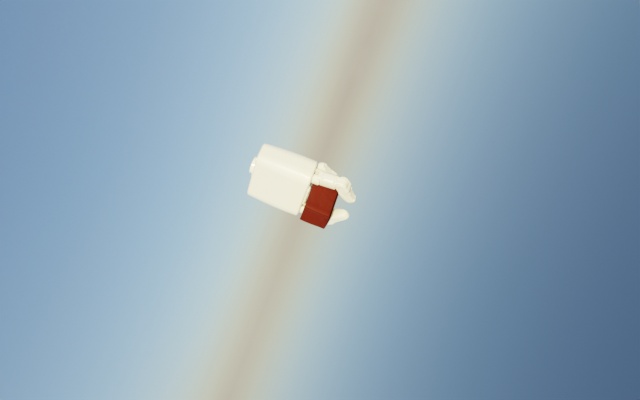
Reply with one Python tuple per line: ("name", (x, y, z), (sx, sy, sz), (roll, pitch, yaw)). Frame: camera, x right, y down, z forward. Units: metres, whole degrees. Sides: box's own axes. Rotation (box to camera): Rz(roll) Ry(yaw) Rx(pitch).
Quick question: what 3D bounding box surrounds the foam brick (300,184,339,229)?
("foam brick", (0.000, 0.003, 0.885), (0.051, 0.078, 0.053), (21, -31, -2))
